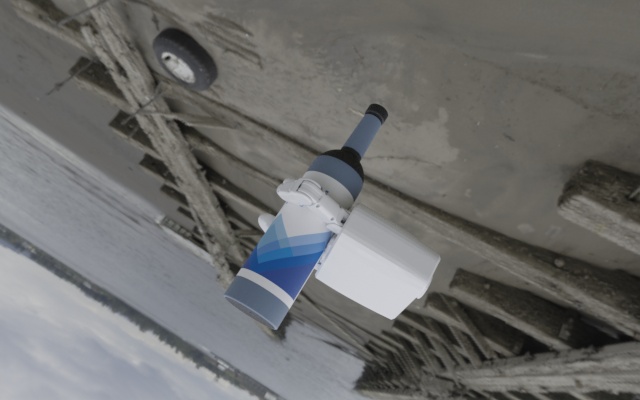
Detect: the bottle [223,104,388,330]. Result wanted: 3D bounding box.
[{"bbox_3d":[0.000,0.002,0.551,0.069,0.295,0.069,28,-22,12],"label":"bottle"}]
